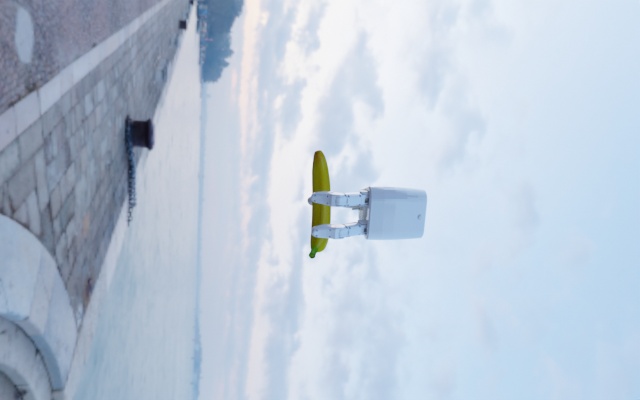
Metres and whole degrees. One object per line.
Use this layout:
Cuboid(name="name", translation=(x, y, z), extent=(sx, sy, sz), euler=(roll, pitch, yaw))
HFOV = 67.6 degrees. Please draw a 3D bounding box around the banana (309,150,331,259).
Cuboid(name="banana", translation=(0.001, 0.009, 0.882), extent=(0.037, 0.197, 0.069), euler=(1, -10, 3))
